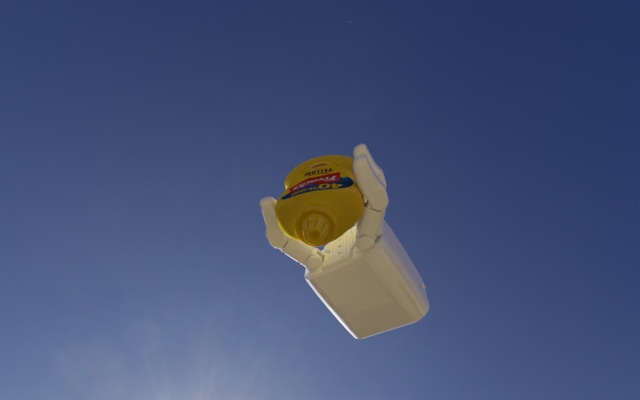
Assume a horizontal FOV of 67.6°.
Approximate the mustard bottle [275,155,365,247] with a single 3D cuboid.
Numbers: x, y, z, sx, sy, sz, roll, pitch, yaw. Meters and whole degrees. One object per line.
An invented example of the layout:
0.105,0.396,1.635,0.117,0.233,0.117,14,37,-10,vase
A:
0.000,0.001,0.527,0.096,0.058,0.191,-9,19,7,mustard bottle
